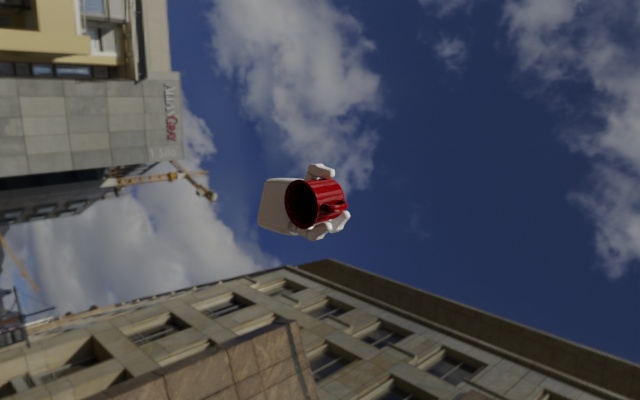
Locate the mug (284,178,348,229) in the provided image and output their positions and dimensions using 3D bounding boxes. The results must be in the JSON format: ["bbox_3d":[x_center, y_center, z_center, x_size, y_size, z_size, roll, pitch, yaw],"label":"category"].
[{"bbox_3d":[0.001,0.003,0.897,0.081,0.093,0.117,-12,15,-44],"label":"mug"}]
